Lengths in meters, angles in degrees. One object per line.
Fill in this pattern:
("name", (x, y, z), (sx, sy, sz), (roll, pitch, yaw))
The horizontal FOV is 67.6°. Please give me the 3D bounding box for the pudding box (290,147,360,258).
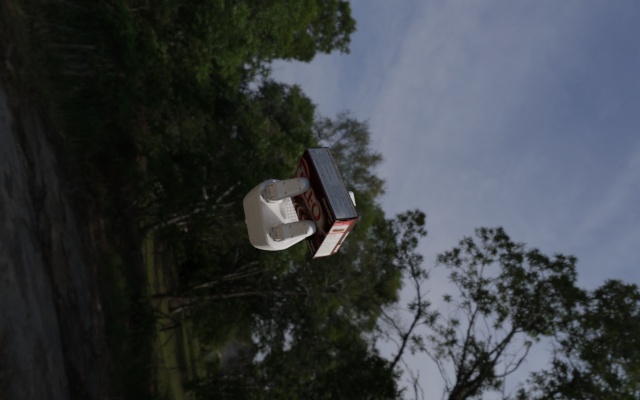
("pudding box", (0.000, 0.002, 0.606), (0.039, 0.113, 0.090), (-9, -31, -26))
